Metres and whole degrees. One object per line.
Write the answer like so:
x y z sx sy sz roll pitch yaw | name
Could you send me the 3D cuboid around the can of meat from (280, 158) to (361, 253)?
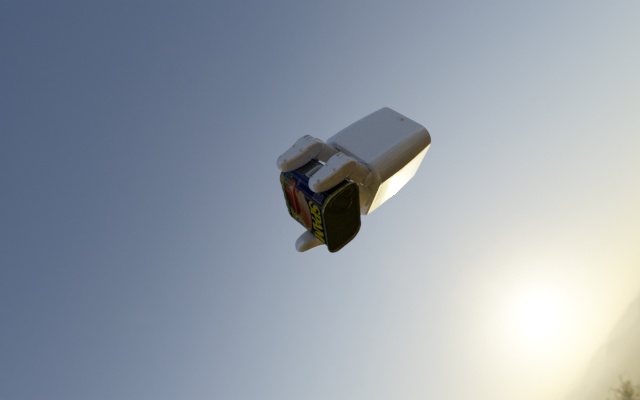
0.000 0.002 0.592 0.057 0.102 0.084 -37 54 -23 | can of meat
